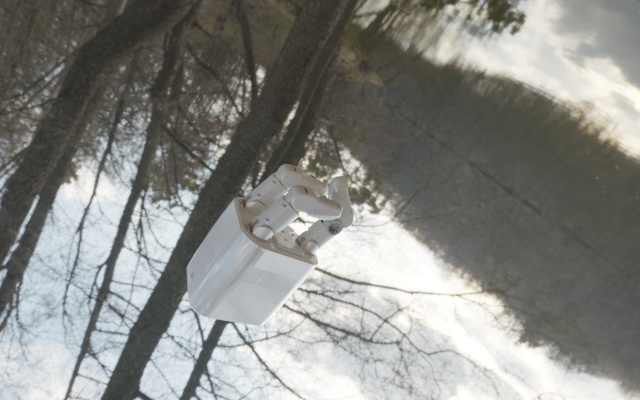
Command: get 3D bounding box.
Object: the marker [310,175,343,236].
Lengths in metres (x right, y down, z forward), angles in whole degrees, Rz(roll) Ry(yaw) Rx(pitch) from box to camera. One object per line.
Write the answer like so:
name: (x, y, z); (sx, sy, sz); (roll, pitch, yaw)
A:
marker: (0.000, 0.002, 0.548); (0.020, 0.020, 0.121); (0, 27, -16)
